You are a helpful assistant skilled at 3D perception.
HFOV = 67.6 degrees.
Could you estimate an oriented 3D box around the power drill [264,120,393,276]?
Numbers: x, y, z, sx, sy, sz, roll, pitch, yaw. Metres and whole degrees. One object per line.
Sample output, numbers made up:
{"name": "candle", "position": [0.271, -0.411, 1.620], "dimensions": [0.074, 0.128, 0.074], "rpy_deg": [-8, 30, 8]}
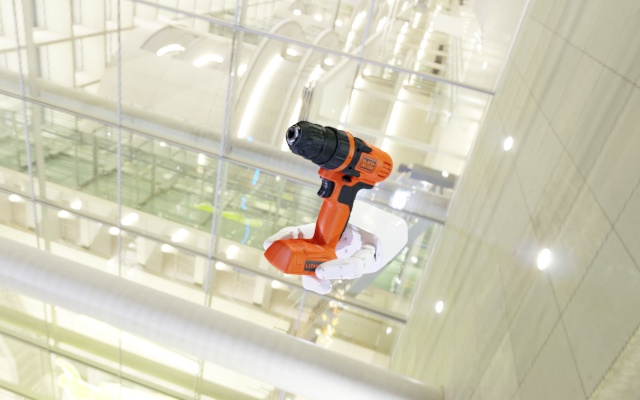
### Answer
{"name": "power drill", "position": [0.000, 0.002, 0.599], "dimensions": [0.184, 0.188, 0.057], "rpy_deg": [13, 17, -47]}
